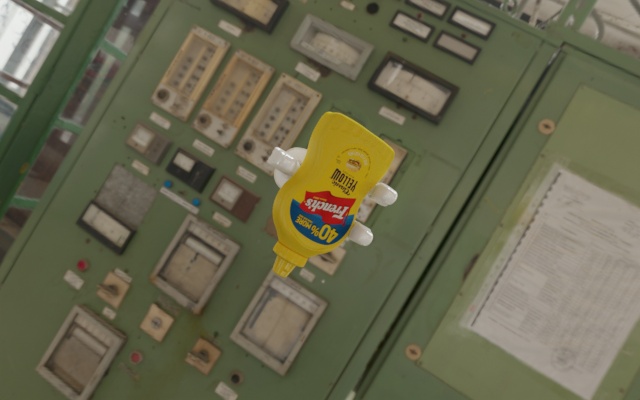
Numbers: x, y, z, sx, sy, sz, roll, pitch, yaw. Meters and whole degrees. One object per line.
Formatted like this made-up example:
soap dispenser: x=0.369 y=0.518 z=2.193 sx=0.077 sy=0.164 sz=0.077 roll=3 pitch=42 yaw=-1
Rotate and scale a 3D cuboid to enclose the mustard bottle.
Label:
mustard bottle: x=0.000 y=0.002 z=0.550 sx=0.096 sy=0.191 sz=0.058 roll=30 pitch=0 yaw=-26
